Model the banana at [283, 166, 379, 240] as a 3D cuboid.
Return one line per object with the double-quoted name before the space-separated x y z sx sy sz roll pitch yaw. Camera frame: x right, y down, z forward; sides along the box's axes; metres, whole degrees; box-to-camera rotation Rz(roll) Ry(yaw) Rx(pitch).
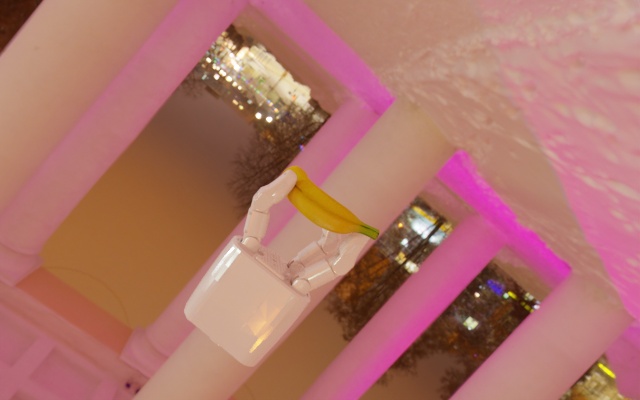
"banana" -0.011 -0.004 0.573 0.070 0.037 0.197 29 8 -38
